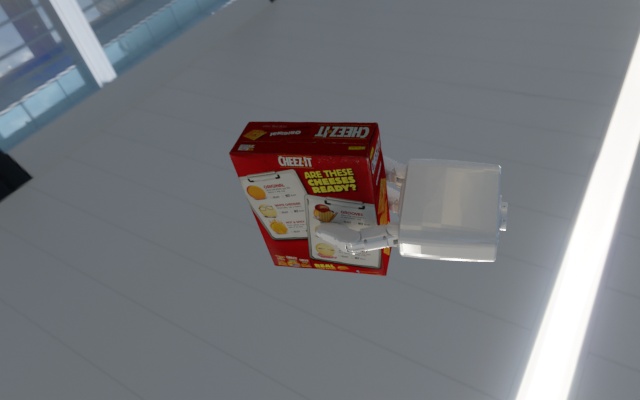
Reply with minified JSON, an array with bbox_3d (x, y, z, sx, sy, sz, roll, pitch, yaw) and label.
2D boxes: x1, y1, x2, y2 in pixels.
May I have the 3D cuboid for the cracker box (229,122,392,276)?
[{"bbox_3d":[0.000,0.002,0.607,0.164,0.072,0.214,3,-43,17],"label":"cracker box"}]
